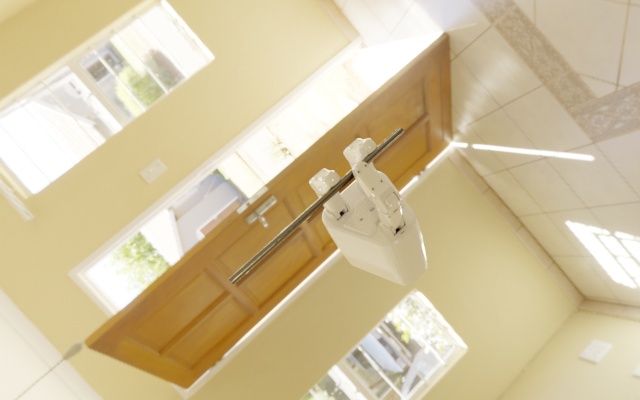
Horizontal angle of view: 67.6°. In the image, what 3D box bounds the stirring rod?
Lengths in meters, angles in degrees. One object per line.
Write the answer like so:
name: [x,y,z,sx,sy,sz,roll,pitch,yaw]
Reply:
stirring rod: [0.000,0.002,0.494,0.239,0.011,0.011,-42,10,-12]
